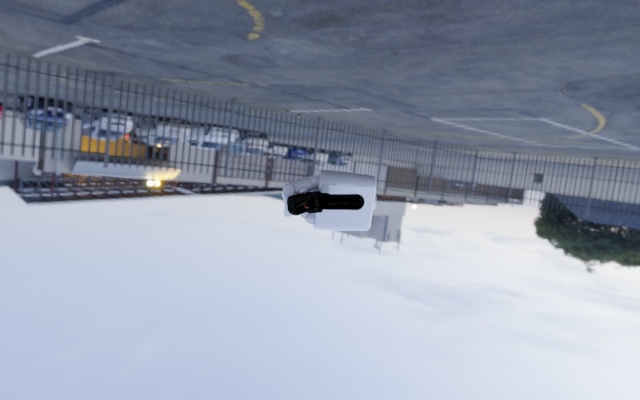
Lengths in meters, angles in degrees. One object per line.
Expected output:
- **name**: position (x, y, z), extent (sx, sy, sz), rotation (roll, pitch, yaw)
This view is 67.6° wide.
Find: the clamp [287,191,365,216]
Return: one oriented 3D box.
- **clamp**: position (0.000, 0.003, 0.789), extent (0.120, 0.039, 0.171), rotation (2, 5, -8)
